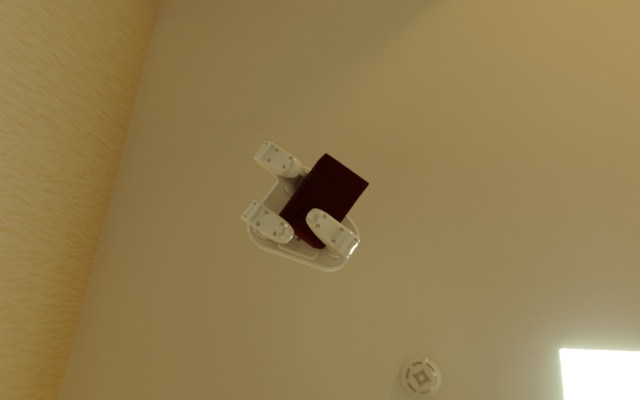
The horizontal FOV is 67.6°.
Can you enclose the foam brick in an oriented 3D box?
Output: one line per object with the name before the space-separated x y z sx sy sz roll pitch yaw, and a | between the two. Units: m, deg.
foam brick | 0.000 0.001 0.468 0.053 0.078 0.051 37 -8 -4
